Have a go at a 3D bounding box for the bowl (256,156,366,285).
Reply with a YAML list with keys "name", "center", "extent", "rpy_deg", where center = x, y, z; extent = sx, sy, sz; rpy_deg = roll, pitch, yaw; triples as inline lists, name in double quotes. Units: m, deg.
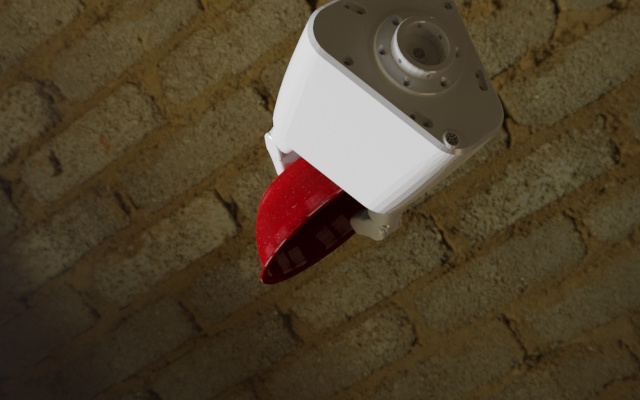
- name: "bowl"
  center: [-0.001, 0.002, 0.416]
  extent: [0.162, 0.055, 0.162]
  rpy_deg: [-36, -17, -13]
